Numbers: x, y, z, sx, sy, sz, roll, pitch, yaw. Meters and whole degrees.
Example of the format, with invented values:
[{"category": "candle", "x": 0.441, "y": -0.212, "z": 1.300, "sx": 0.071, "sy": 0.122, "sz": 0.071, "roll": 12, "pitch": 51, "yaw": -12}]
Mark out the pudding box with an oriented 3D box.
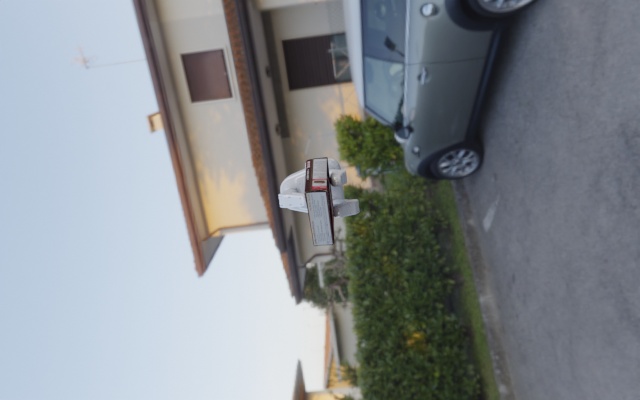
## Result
[{"category": "pudding box", "x": 0.000, "y": 0.002, "z": 0.757, "sx": 0.039, "sy": 0.114, "sz": 0.090, "roll": -7, "pitch": 38, "yaw": 5}]
